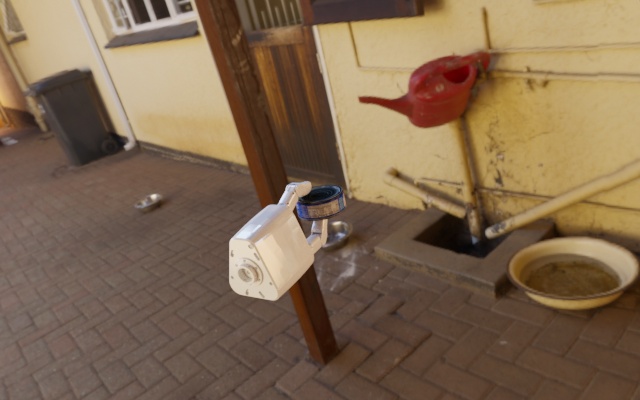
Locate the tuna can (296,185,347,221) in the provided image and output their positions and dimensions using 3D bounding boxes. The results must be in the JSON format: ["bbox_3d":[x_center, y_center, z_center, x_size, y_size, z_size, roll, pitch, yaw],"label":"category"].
[{"bbox_3d":[0.000,0.002,0.821,0.086,0.034,0.086,-10,20,4],"label":"tuna can"}]
